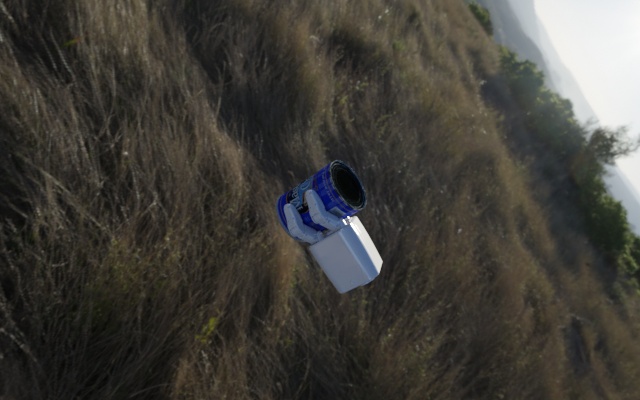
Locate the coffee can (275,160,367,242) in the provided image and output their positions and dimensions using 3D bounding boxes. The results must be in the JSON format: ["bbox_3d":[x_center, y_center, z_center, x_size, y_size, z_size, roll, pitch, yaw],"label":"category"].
[{"bbox_3d":[0.000,0.003,0.895,0.140,0.102,0.103,-32,-18,31],"label":"coffee can"}]
